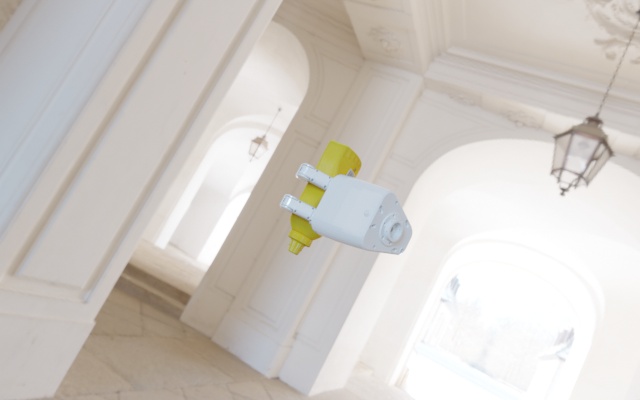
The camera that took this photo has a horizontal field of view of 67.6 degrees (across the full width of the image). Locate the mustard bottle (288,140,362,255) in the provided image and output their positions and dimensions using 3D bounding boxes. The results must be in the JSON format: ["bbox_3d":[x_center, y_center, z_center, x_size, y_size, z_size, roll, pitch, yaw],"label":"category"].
[{"bbox_3d":[0.000,0.002,0.792,0.058,0.191,0.096,24,-9,22],"label":"mustard bottle"}]
